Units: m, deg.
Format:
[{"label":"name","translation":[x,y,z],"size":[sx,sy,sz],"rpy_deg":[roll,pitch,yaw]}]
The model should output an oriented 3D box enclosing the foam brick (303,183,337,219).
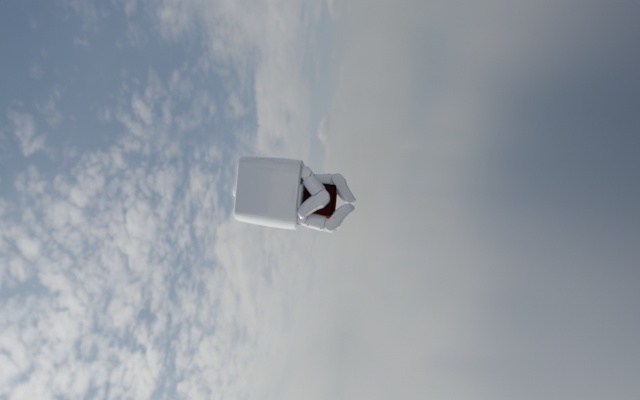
[{"label":"foam brick","translation":[0.000,0.003,0.821],"size":[0.051,0.053,0.078],"rpy_deg":[6,-11,5]}]
